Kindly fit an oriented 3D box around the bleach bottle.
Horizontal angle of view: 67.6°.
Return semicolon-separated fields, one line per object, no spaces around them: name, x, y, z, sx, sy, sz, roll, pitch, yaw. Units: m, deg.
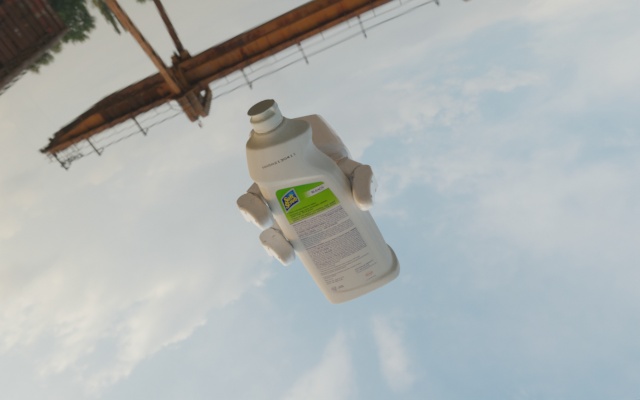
bleach bottle;0.000;0.002;0.514;0.102;0.251;0.068;-26;34;2
